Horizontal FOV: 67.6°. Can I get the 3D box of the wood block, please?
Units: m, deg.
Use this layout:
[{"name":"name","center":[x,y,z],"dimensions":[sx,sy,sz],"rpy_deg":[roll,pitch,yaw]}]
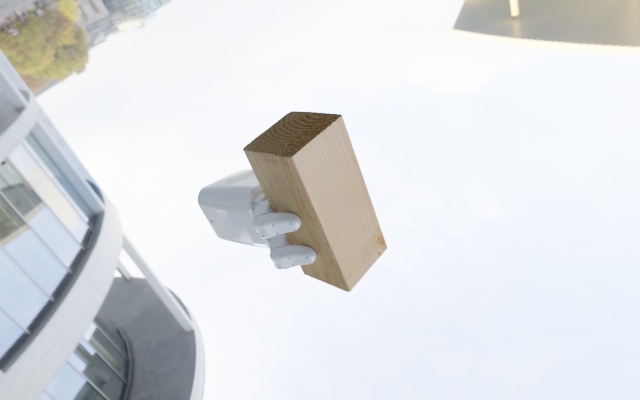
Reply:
[{"name":"wood block","center":[0.000,0.002,0.596],"dimensions":[0.090,0.206,0.090],"rpy_deg":[14,47,43]}]
